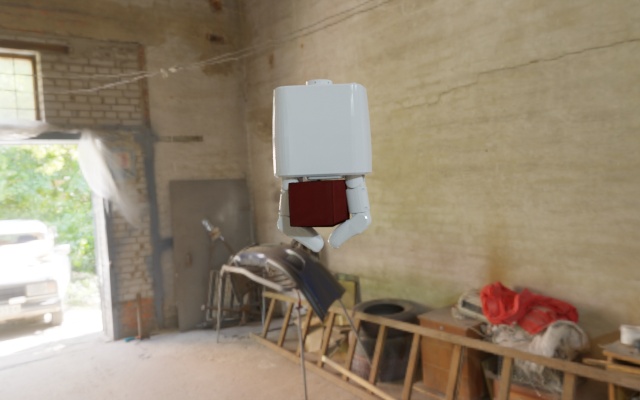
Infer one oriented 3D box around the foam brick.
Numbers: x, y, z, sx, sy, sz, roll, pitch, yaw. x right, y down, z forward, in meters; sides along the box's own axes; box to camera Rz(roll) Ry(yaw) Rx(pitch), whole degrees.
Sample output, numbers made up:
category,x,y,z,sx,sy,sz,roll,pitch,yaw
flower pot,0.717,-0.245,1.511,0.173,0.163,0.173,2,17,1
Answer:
category,x,y,z,sx,sy,sz,roll,pitch,yaw
foam brick,0.000,0.002,0.556,0.053,0.051,0.078,-1,3,17
